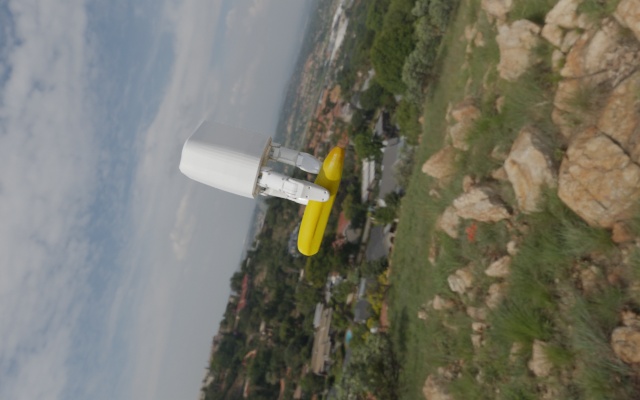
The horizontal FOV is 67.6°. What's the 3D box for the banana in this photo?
[{"bbox_3d":[-0.004,0.016,0.700,0.037,0.198,0.069,16,36,0],"label":"banana"}]
